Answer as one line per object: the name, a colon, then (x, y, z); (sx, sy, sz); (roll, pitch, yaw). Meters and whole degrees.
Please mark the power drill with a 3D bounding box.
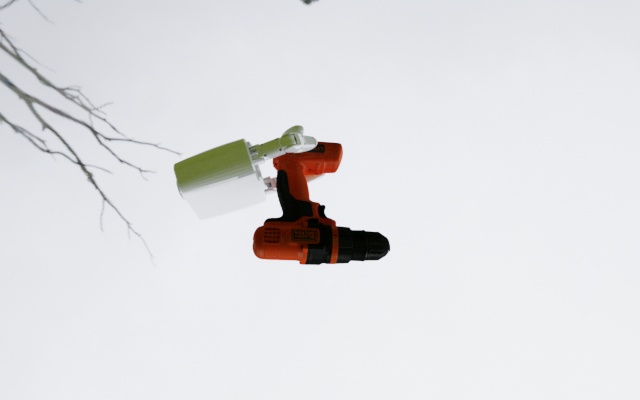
power drill: (0.000, 0.002, 0.673); (0.184, 0.187, 0.057); (3, -35, -8)
